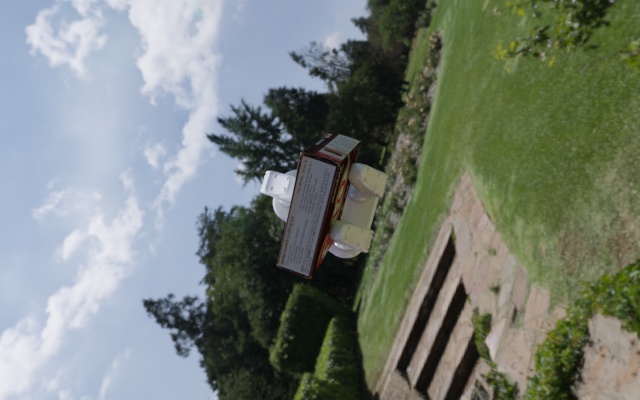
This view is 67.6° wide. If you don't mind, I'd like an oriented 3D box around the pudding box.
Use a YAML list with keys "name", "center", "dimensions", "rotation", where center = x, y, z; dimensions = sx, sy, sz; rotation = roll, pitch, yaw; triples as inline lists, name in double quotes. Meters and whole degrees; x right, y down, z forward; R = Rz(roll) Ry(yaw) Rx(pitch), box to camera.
- name: "pudding box"
  center: [0.000, 0.001, 0.439]
  dimensions: [0.039, 0.113, 0.090]
  rotation: [16, 23, 10]
